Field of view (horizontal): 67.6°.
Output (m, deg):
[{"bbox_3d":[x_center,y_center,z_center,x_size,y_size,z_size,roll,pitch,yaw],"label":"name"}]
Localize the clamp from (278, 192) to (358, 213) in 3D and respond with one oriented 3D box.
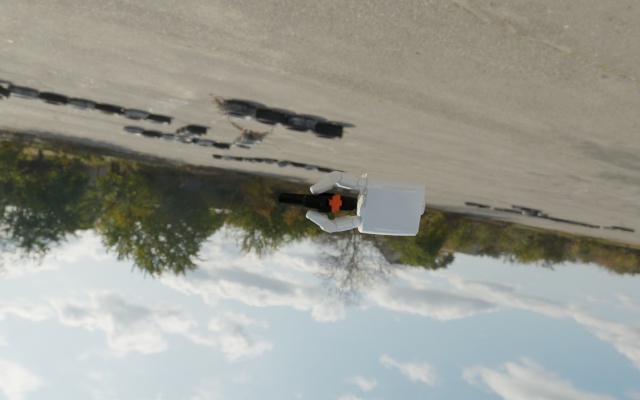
[{"bbox_3d":[0.000,0.004,0.882,0.164,0.036,0.210,3,1,-2],"label":"clamp"}]
